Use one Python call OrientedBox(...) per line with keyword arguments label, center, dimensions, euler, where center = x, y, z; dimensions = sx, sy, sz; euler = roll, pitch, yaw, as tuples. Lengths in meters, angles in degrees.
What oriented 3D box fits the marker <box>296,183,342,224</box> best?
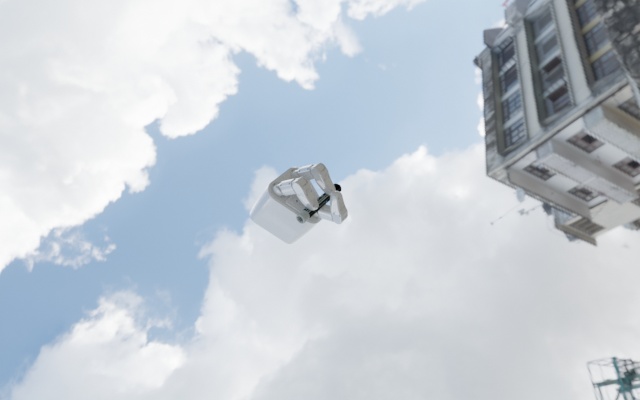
OrientedBox(label="marker", center=(0.000, 0.003, 0.847), dimensions=(0.020, 0.020, 0.121), euler=(0, 29, 41))
